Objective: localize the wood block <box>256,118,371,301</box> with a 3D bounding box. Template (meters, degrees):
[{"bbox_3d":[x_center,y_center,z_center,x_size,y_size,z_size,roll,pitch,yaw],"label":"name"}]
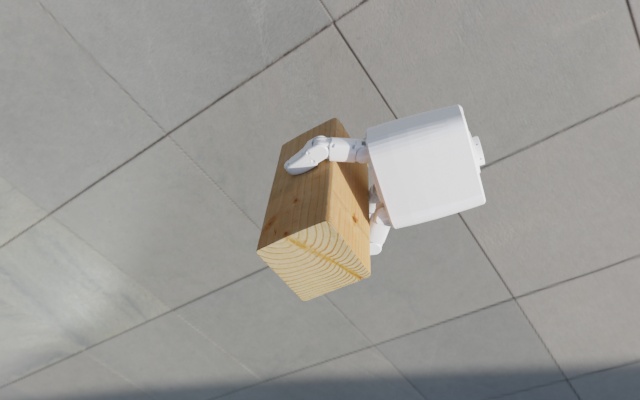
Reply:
[{"bbox_3d":[0.000,0.002,0.571,0.090,0.091,0.206,-25,32,22],"label":"wood block"}]
